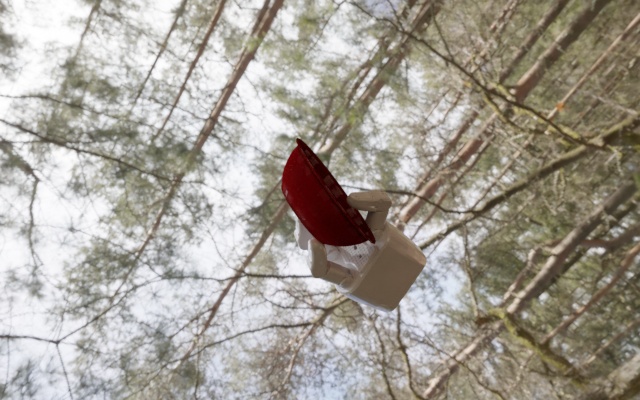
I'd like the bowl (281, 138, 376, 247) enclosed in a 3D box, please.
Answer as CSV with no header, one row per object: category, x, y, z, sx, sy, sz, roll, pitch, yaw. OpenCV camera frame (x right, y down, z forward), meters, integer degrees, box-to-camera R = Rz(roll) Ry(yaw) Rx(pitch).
bowl,-0.001,0.001,0.594,0.055,0.162,0.162,-36,-5,7
